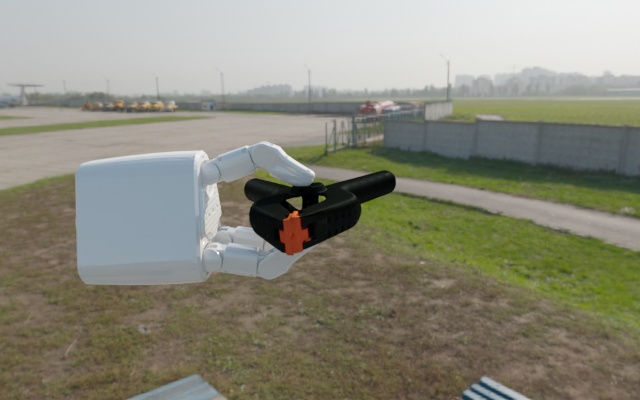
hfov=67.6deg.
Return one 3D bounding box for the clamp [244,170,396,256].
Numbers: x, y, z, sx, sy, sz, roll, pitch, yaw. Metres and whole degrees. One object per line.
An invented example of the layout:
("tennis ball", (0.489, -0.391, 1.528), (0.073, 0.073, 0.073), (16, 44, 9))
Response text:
("clamp", (0.000, 0.001, 0.436), (0.164, 0.036, 0.210), (-6, 12, 0))
